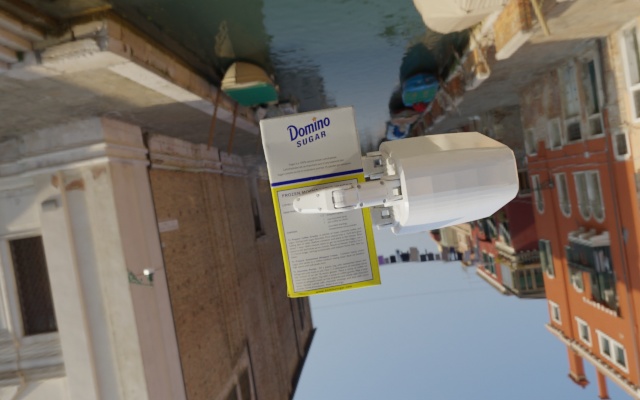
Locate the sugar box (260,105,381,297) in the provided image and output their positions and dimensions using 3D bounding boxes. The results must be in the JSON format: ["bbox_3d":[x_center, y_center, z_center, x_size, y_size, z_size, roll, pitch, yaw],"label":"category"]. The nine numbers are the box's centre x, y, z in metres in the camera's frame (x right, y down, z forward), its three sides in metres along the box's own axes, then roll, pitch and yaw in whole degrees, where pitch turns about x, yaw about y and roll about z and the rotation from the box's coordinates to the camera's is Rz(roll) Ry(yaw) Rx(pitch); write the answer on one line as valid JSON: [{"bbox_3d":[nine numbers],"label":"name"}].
[{"bbox_3d":[0.000,0.002,0.475,0.093,0.176,0.048,-9,1,-1],"label":"sugar box"}]
